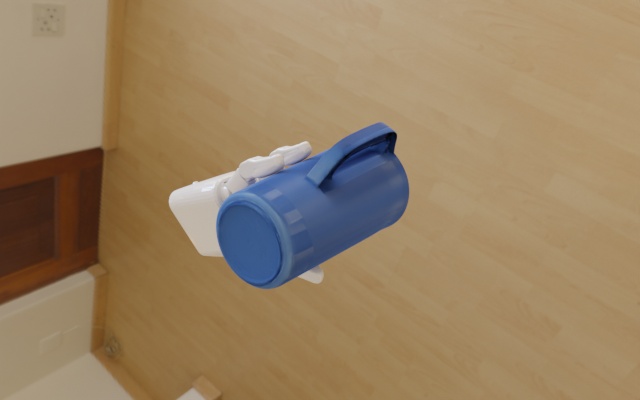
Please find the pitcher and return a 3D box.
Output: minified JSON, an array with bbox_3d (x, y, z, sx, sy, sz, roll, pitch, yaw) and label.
[{"bbox_3d":[0.000,0.002,0.572,0.145,0.149,0.242,-5,13,38],"label":"pitcher"}]
